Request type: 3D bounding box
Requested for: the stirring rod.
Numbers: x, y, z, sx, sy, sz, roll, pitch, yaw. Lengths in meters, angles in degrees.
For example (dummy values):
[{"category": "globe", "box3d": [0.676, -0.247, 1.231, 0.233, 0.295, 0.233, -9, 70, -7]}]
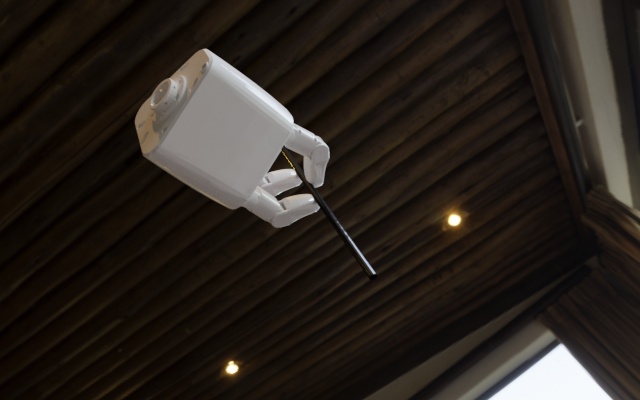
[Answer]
[{"category": "stirring rod", "box3d": [0.000, 0.002, 0.516, 0.011, 0.011, 0.239, 0, 34, -28]}]
